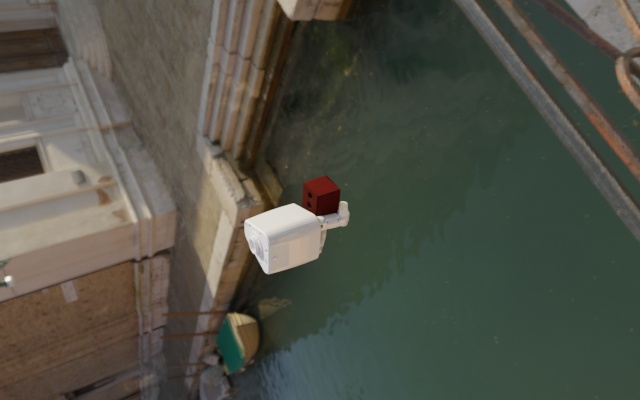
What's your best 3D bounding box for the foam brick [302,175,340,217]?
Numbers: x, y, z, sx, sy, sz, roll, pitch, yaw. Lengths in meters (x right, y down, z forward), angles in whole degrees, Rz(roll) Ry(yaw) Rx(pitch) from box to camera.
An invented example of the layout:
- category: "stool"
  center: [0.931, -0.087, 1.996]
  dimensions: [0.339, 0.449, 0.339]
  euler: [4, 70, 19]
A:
- category: "foam brick"
  center: [0.000, 0.003, 0.898]
  dimensions: [0.051, 0.078, 0.053]
  euler: [-16, 40, -27]
